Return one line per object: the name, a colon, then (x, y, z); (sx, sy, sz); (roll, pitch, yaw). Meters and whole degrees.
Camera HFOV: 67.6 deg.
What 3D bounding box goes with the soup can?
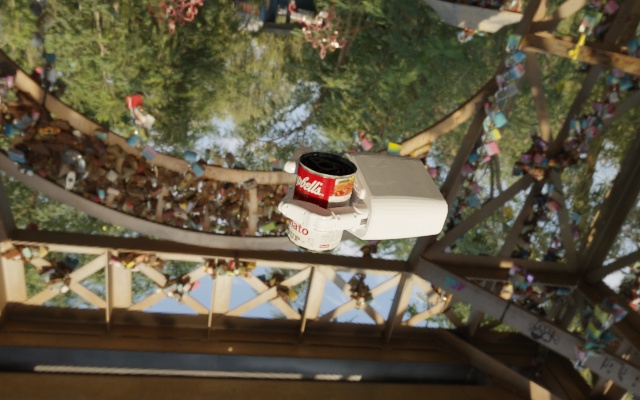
soup can: (0.000, 0.002, 0.568); (0.068, 0.102, 0.068); (9, 26, -5)
